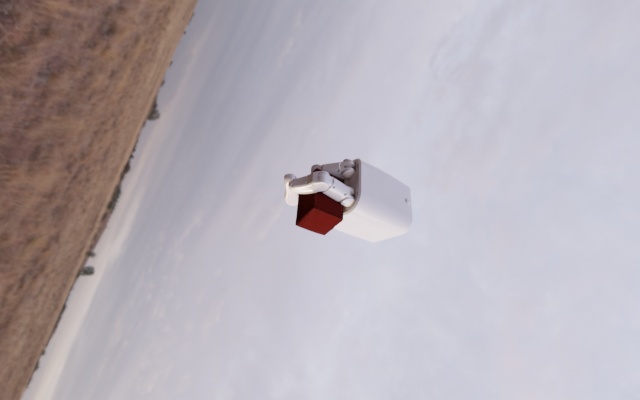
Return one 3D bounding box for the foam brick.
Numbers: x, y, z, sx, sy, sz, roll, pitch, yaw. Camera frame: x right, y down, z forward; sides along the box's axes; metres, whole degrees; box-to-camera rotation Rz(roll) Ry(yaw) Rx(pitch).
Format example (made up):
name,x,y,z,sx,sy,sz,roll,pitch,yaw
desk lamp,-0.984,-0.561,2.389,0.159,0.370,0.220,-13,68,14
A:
name,x,y,z,sx,sy,sz,roll,pitch,yaw
foam brick,0.000,0.003,0.706,0.051,0.078,0.053,24,-42,-24
